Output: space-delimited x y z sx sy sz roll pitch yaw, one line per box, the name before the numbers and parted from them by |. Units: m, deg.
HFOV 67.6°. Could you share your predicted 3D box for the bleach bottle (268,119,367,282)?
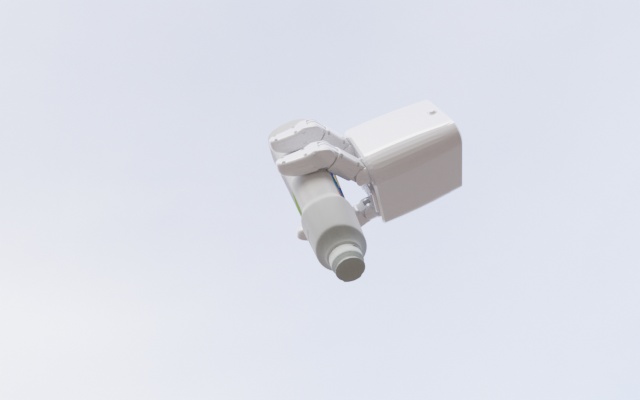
bleach bottle | 0.000 0.002 0.530 0.068 0.103 0.250 -25 35 1
